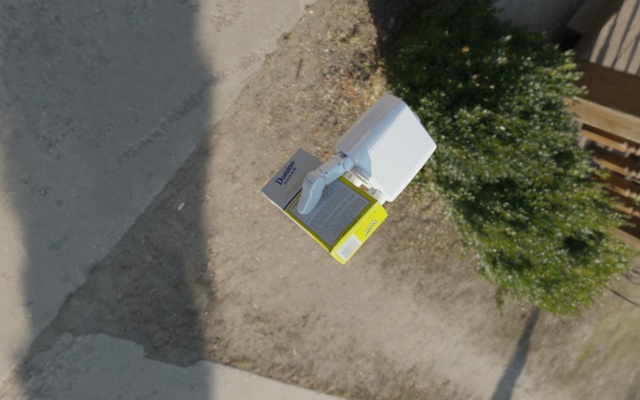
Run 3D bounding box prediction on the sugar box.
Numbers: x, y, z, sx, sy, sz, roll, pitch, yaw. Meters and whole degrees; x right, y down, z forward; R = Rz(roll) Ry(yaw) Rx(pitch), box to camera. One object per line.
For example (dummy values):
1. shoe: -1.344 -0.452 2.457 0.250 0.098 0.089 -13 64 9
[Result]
1. sugar box: 0.001 0.002 0.677 0.176 0.093 0.048 38 -7 43
